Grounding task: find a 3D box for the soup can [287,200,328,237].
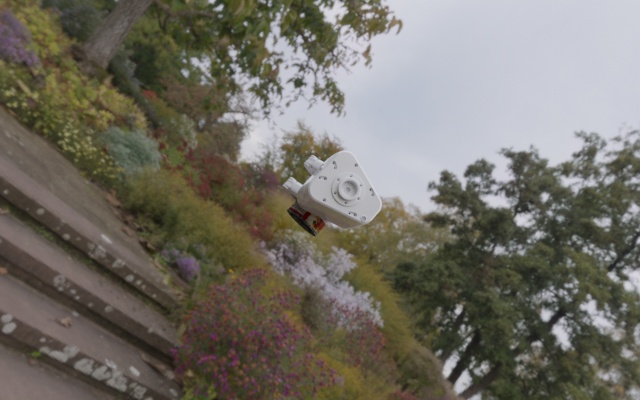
[{"bbox_3d":[0.000,0.003,0.834,0.068,0.102,0.068,40,-11,10],"label":"soup can"}]
